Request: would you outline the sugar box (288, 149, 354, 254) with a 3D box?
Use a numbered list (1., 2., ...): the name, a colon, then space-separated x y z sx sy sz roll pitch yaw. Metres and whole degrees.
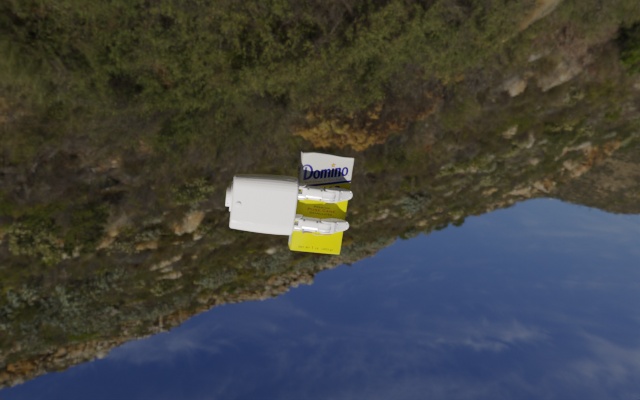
1. sugar box: 0.000 0.003 0.848 0.093 0.176 0.048 6 12 -10
